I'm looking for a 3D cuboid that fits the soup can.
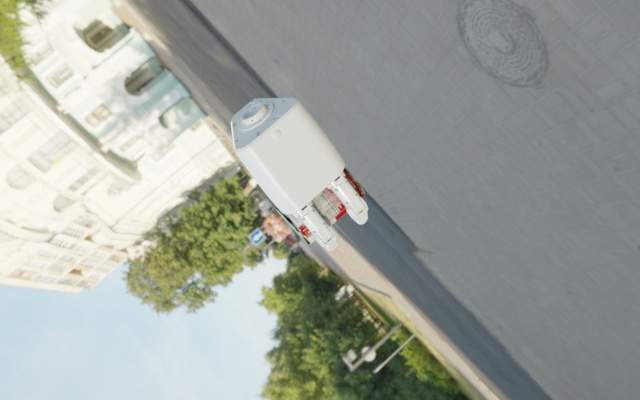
[{"bbox_3d":[0.000,0.003,0.641,0.102,0.068,0.068,-41,5,-6],"label":"soup can"}]
